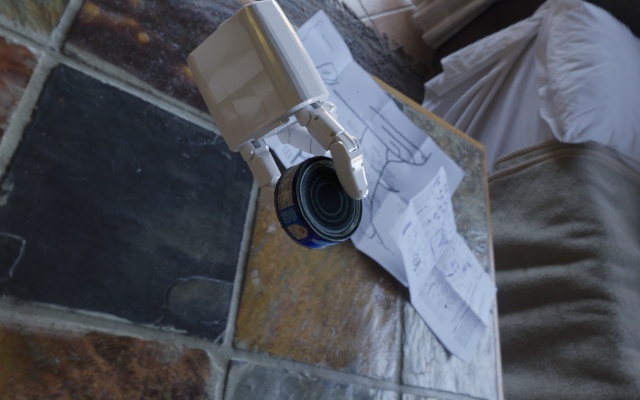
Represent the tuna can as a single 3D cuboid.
[{"bbox_3d":[0.000,0.001,0.454,0.086,0.086,0.034,0,-14,-41],"label":"tuna can"}]
